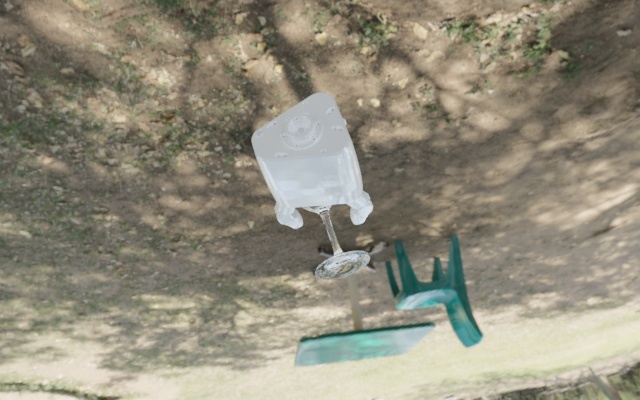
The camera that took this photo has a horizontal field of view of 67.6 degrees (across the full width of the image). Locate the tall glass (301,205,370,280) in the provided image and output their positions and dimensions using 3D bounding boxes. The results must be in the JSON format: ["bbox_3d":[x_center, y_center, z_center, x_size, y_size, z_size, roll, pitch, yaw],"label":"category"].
[{"bbox_3d":[0.000,0.003,0.657,0.079,0.201,0.079,-14,-30,-9],"label":"tall glass"}]
